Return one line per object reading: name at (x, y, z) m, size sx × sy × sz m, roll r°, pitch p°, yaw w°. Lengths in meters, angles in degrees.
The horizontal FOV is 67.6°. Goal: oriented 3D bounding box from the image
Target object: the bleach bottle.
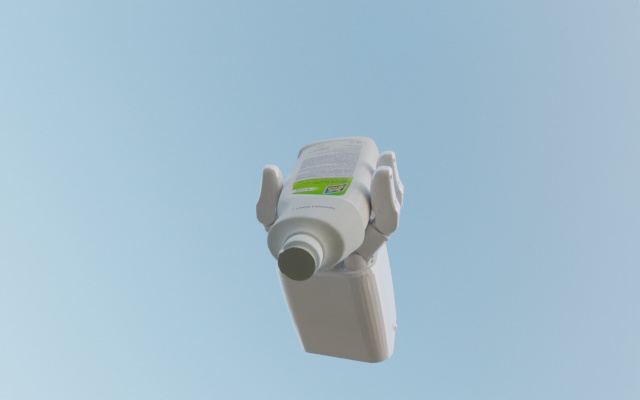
bleach bottle at (0.000, 0.001, 0.458) m, size 0.102 × 0.068 × 0.250 m, roll -8°, pitch 19°, yaw 15°
